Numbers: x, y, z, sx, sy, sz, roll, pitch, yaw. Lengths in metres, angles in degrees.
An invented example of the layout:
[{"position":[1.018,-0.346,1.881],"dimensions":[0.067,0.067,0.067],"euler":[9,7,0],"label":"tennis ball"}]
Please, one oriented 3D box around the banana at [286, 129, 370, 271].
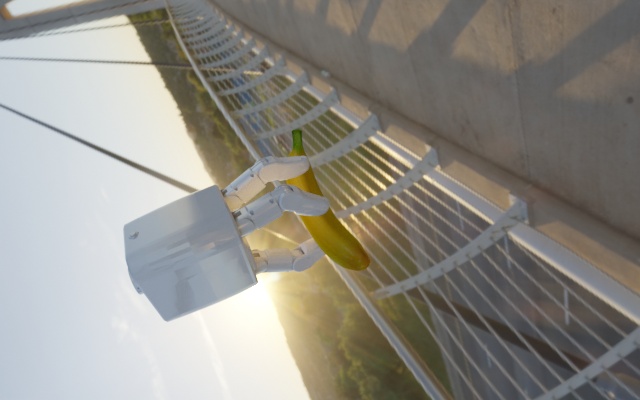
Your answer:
[{"position":[-0.002,0.010,0.537],"dimensions":[0.037,0.197,0.070],"euler":[-19,-33,-15],"label":"banana"}]
